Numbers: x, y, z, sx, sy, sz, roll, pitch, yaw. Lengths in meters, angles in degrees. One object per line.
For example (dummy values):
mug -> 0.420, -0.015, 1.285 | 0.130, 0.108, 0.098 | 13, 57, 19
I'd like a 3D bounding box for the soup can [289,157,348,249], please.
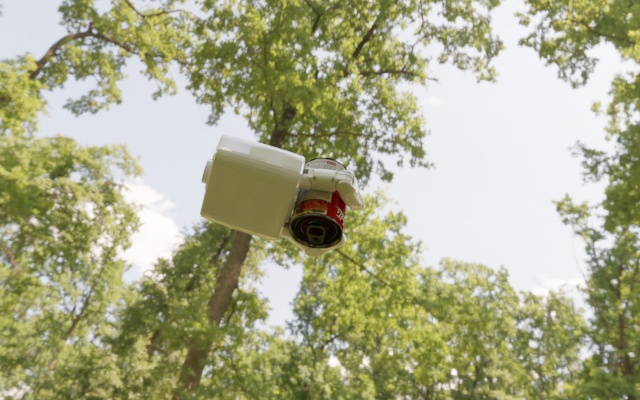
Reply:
soup can -> 0.001, 0.002, 0.621 | 0.068, 0.102, 0.069 | 5, -41, 5
